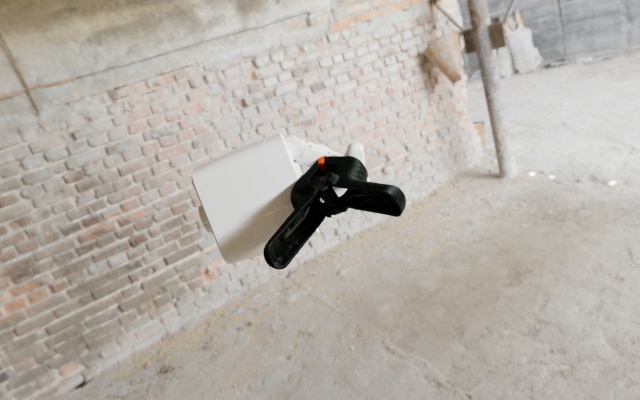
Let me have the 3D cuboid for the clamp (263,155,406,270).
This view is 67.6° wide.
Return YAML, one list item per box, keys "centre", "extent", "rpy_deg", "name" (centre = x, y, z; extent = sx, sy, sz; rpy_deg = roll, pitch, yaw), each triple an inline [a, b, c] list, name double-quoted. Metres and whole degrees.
- centre: [0.000, 0.001, 0.435]
  extent: [0.120, 0.039, 0.171]
  rpy_deg: [-23, 18, -1]
  name: "clamp"
